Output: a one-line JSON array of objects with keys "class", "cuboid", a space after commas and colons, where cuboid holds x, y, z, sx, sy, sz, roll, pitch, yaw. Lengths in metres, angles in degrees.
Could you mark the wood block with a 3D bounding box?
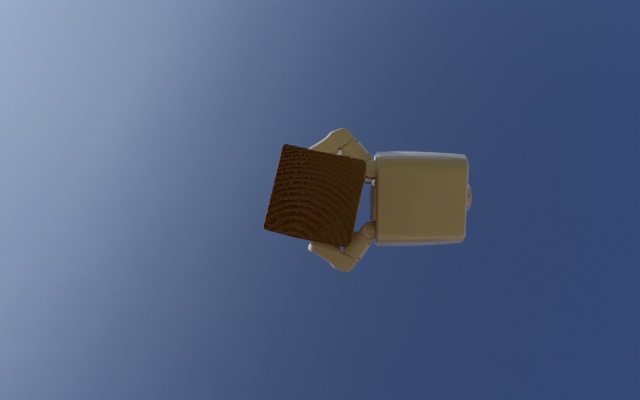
[{"class": "wood block", "cuboid": [0.000, 0.002, 0.573, 0.090, 0.091, 0.206, 12, -4, 4]}]
